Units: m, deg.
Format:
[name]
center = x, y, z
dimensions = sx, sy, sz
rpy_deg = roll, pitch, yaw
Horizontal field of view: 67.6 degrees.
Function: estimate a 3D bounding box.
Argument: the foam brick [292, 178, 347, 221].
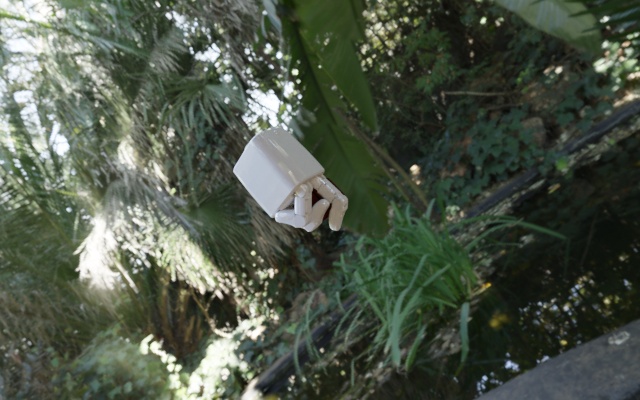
[foam brick]
center = 0.000, 0.003, 0.822
dimensions = 0.053, 0.051, 0.078
rpy_deg = -48, -8, 28
